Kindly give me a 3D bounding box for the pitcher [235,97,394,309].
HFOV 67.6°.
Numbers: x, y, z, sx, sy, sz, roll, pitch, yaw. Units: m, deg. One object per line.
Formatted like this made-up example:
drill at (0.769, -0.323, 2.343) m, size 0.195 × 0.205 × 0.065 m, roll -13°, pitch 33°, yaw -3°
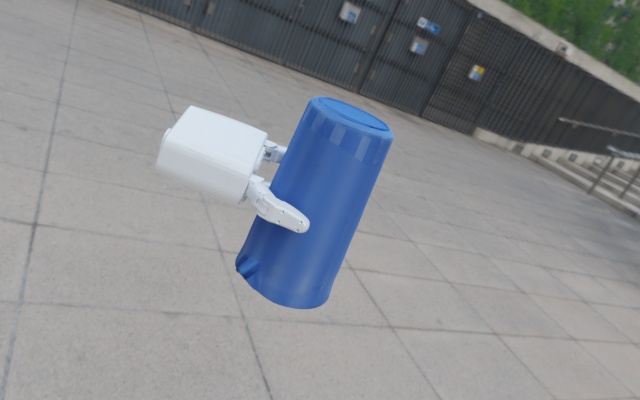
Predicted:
pitcher at (0.000, 0.002, 0.601) m, size 0.145 × 0.243 × 0.149 m, roll 21°, pitch 20°, yaw -7°
